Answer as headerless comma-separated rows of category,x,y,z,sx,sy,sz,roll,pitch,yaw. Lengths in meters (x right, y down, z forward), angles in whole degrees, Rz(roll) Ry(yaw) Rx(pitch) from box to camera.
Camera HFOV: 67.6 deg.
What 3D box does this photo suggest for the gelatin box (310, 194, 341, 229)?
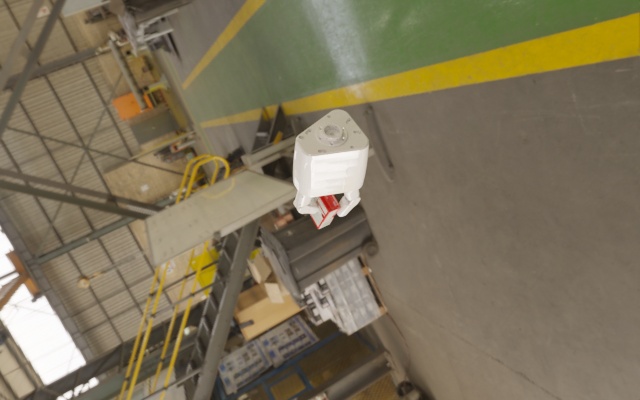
gelatin box,0.000,0.003,0.897,0.030,0.073,0.089,-23,-17,-23
